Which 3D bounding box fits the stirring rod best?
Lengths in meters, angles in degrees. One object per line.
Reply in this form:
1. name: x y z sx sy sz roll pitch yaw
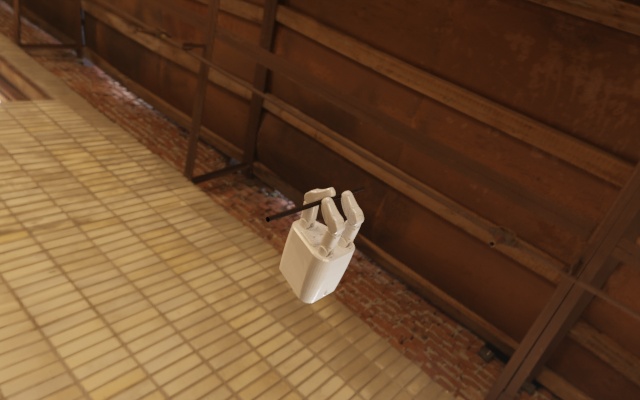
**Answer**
1. stirring rod: 0.000 0.003 0.776 0.011 0.011 0.239 0 12 40
